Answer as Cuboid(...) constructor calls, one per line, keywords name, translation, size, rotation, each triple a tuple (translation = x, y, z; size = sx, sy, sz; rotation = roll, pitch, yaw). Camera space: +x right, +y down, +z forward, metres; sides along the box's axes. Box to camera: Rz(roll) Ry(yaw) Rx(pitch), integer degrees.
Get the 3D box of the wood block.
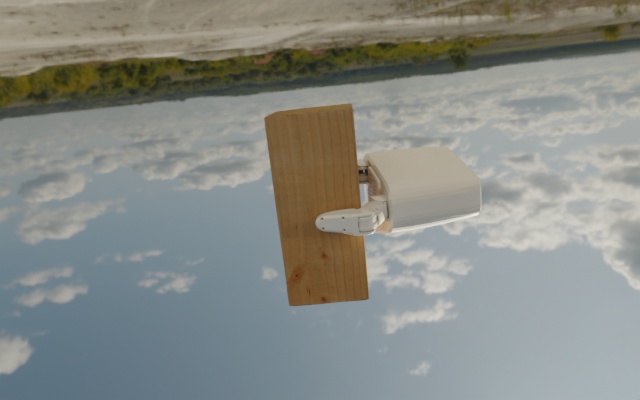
Cuboid(name="wood block", translation=(0.000, 0.002, 0.535), size=(0.090, 0.206, 0.090), rotation=(-5, 14, 4))
